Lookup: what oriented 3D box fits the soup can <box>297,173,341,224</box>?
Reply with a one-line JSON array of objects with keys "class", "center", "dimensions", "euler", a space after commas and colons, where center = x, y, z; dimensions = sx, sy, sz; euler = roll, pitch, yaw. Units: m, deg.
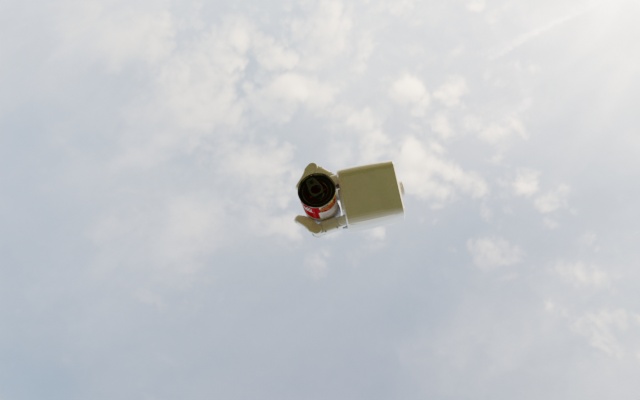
[{"class": "soup can", "center": [0.000, 0.003, 0.873], "dimensions": [0.068, 0.068, 0.102], "euler": [0, -25, 9]}]
